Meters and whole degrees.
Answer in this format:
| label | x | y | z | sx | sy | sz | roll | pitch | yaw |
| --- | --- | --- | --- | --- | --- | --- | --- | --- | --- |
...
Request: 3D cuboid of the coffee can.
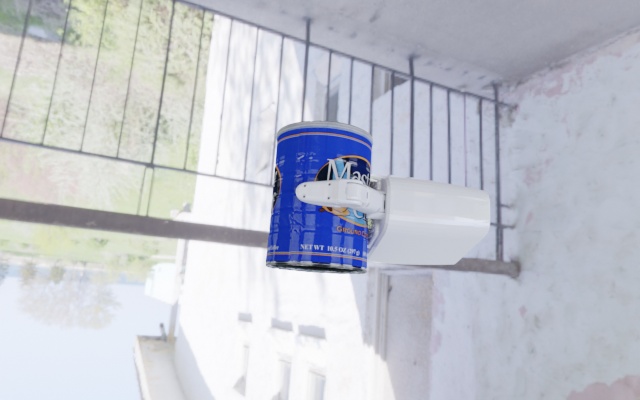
| label | x | y | z | sx | sy | sz | roll | pitch | yaw |
| --- | --- | --- | --- | --- | --- | --- | --- | --- | --- |
| coffee can | 0.000 | 0.001 | 0.494 | 0.103 | 0.140 | 0.103 | 4 | -12 | 1 |
